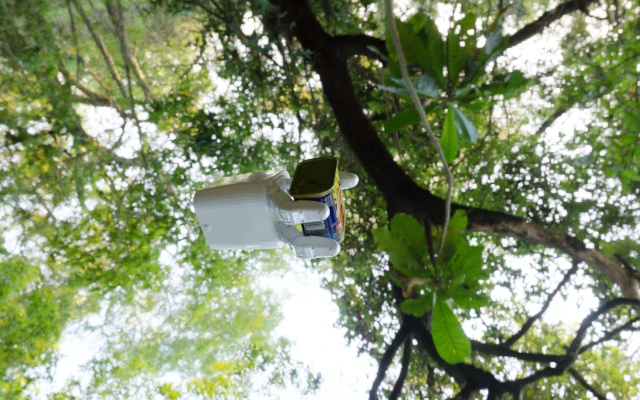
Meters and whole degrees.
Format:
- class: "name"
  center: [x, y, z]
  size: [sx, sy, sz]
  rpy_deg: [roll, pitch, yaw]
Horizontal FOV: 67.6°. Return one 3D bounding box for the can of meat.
- class: "can of meat"
  center: [0.000, 0.002, 0.629]
  size: [0.057, 0.084, 0.102]
  rpy_deg: [-7, 30, 11]
